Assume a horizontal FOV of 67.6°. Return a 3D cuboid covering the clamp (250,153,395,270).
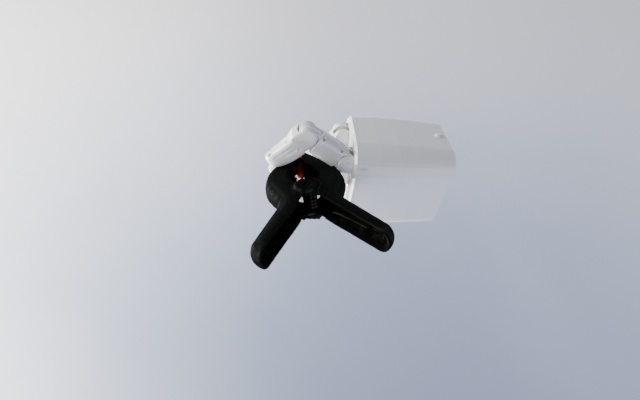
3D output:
[{"bbox_3d":[0.000,0.002,0.452,0.120,0.039,0.171,3,35,-4],"label":"clamp"}]
